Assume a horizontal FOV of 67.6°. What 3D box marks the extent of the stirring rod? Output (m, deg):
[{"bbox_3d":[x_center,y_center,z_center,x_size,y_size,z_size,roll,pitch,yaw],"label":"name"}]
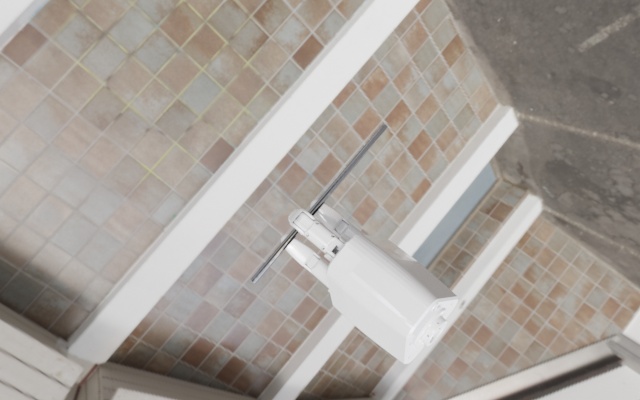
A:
[{"bbox_3d":[0.000,0.002,0.559,0.011,0.239,0.011,40,-5,5],"label":"stirring rod"}]
